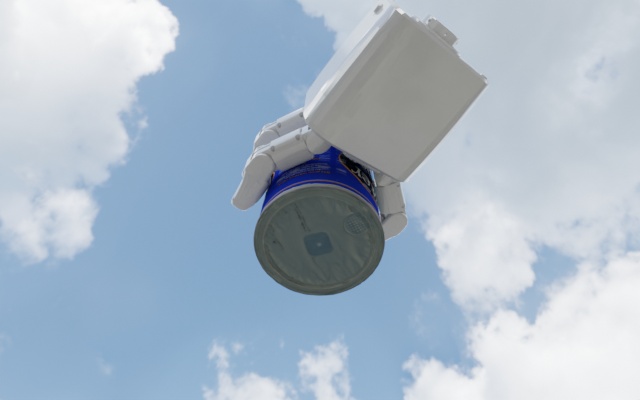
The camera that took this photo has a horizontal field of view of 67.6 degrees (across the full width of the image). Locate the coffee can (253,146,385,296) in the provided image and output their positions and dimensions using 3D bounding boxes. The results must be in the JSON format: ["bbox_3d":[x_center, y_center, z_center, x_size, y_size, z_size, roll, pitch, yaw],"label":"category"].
[{"bbox_3d":[0.000,0.002,0.432,0.103,0.103,0.140,0,29,1],"label":"coffee can"}]
